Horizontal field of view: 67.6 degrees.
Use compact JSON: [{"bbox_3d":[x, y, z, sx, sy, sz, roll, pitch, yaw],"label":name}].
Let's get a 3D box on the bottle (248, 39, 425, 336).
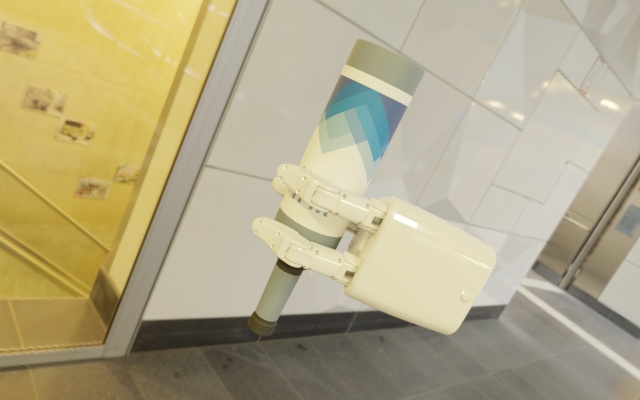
[{"bbox_3d":[0.000,0.001,0.453,0.069,0.296,0.069,24,14,-6],"label":"bottle"}]
